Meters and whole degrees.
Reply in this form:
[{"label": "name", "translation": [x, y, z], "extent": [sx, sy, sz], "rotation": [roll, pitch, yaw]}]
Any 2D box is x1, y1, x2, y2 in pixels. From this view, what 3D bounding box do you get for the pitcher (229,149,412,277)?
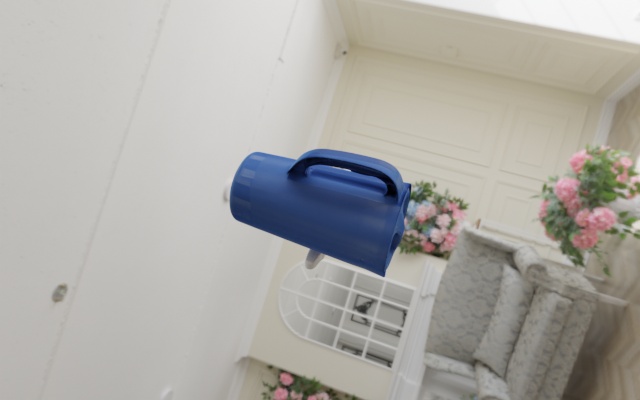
[{"label": "pitcher", "translation": [0.000, 0.002, 0.671], "extent": [0.243, 0.149, 0.145], "rotation": [16, 2, 14]}]
